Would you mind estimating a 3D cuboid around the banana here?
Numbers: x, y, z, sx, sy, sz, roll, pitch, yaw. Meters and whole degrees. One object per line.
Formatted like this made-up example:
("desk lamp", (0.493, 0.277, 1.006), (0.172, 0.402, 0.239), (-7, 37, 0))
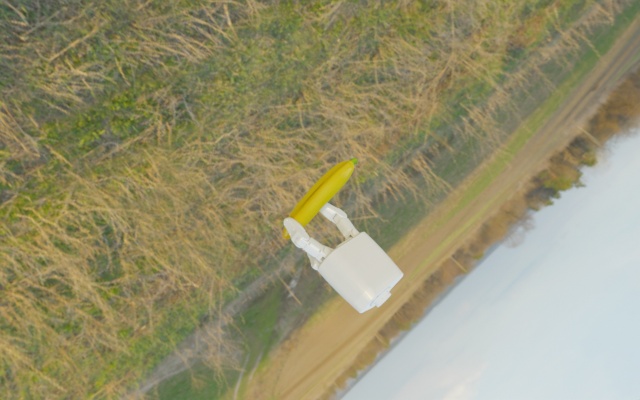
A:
("banana", (-0.002, -0.003, 0.852), (0.037, 0.198, 0.070), (45, 3, 18))
